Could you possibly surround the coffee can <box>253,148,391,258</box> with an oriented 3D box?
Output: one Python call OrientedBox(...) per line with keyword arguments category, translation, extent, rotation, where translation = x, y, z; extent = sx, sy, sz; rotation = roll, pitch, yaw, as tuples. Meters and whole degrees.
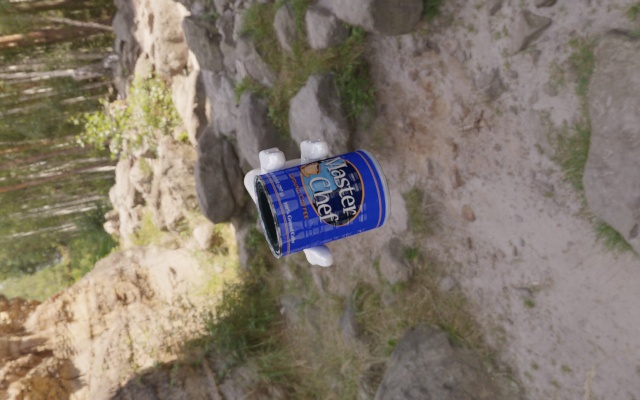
OrientedBox(category="coffee can", translation=(0.000, 0.002, 0.583), extent=(0.140, 0.103, 0.103), rotation=(-15, 4, -16))
